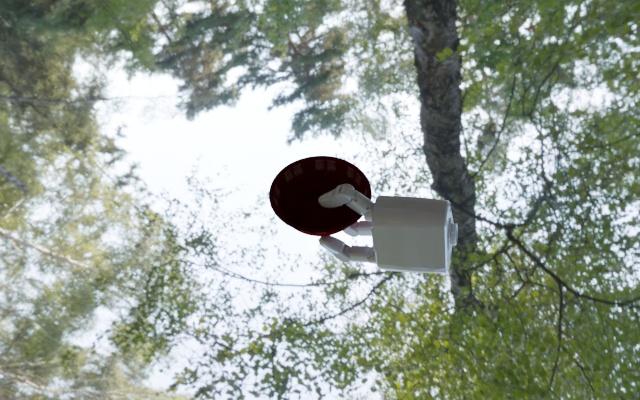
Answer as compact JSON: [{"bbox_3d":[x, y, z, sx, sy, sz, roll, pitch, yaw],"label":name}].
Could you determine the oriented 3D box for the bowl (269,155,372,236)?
[{"bbox_3d":[-0.001,0.002,0.765,0.162,0.162,0.055,0,-40,1],"label":"bowl"}]
